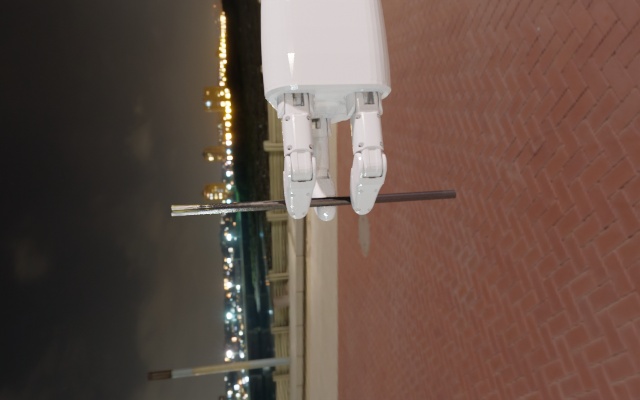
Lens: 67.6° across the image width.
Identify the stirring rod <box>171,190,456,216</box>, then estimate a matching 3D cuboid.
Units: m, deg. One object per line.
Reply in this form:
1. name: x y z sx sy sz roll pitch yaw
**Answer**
1. stirring rod: 0.000 0.001 0.401 0.239 0.011 0.011 -3 1 -10
